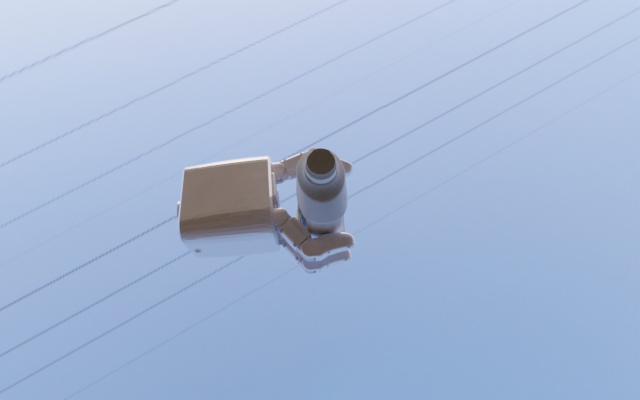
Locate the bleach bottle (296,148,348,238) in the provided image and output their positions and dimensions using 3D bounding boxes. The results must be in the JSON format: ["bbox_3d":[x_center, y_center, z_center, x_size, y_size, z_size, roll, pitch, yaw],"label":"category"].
[{"bbox_3d":[0.000,0.002,0.574,0.068,0.102,0.251,-7,-22,-3],"label":"bleach bottle"}]
